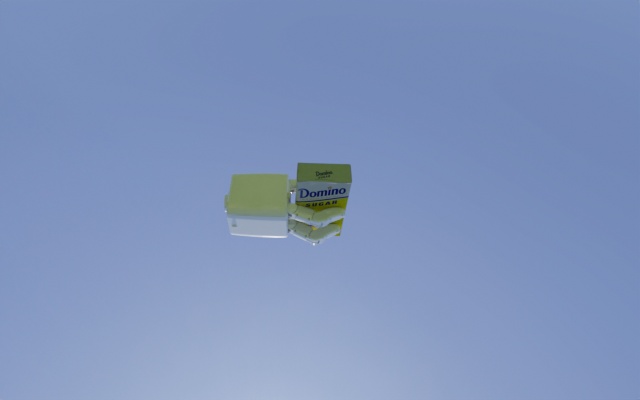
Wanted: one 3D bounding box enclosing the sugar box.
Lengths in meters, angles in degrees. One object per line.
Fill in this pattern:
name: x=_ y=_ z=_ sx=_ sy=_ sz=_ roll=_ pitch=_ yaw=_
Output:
sugar box: x=0.000 y=0.003 z=0.860 sx=0.093 sy=0.048 sz=0.176 roll=1 pitch=-32 yaw=-4
